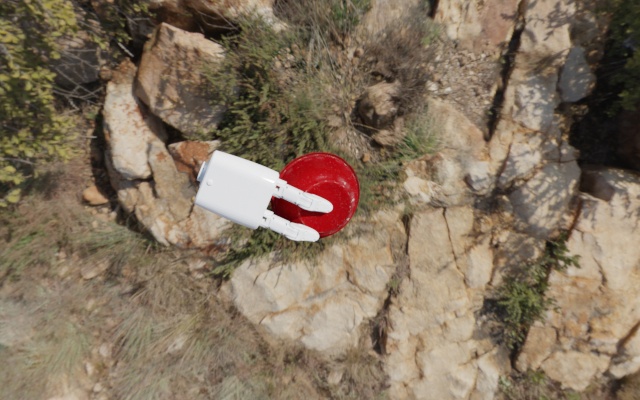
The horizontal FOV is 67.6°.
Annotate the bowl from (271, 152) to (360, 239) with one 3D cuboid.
[{"bbox_3d":[0.002,0.003,0.807,0.162,0.162,0.055,0,20,-18],"label":"bowl"}]
